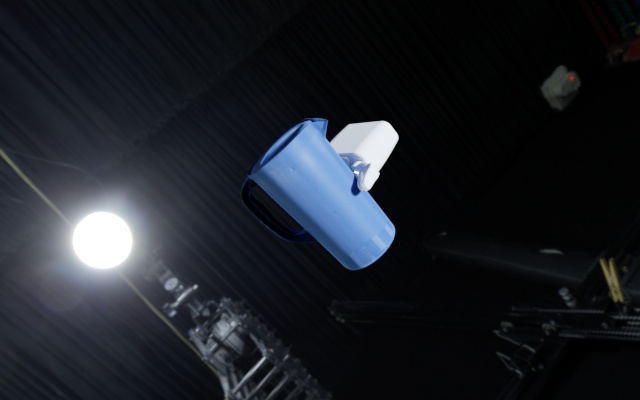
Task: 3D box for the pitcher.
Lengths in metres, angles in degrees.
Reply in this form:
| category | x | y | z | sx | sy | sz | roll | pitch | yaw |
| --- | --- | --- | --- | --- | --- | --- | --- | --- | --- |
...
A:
| category | x | y | z | sx | sy | sz | roll | pitch | yaw |
| --- | --- | --- | --- | --- | --- | --- | --- | --- | --- |
| pitcher | 0.000 | 0.002 | 0.776 | 0.149 | 0.243 | 0.145 | -21 | 26 | 53 |
